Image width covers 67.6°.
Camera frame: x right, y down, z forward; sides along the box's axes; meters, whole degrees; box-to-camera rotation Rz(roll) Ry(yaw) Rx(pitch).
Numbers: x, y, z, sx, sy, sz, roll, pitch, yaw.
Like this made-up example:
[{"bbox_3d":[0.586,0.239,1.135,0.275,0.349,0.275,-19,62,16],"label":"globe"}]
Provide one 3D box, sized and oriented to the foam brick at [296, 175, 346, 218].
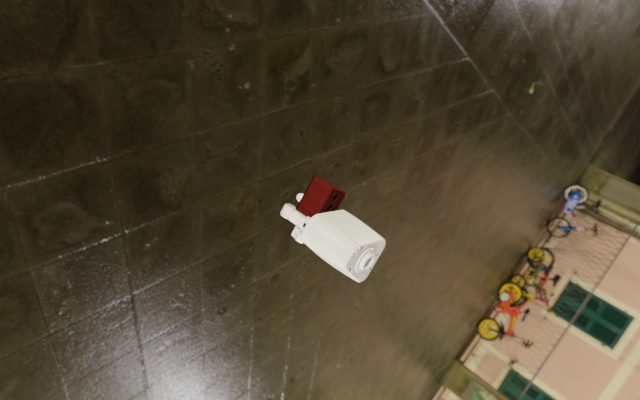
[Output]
[{"bbox_3d":[0.000,0.003,0.885,0.051,0.078,0.053,34,9,33],"label":"foam brick"}]
